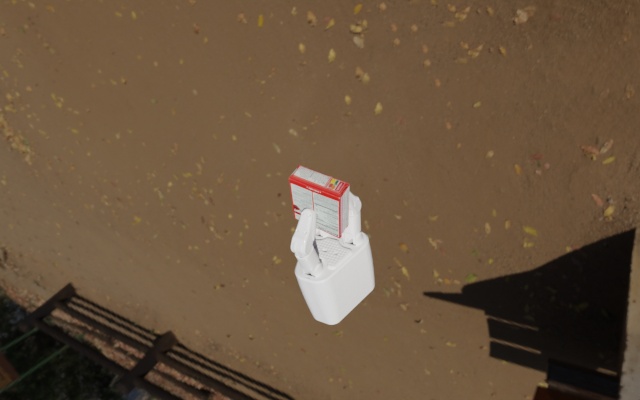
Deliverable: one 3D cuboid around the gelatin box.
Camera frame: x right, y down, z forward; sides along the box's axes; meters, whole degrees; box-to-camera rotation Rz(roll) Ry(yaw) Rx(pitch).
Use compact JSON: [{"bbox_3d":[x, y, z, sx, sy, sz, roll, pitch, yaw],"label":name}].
[{"bbox_3d":[0.000,0.002,0.623,0.073,0.030,0.089,22,-34,19],"label":"gelatin box"}]
